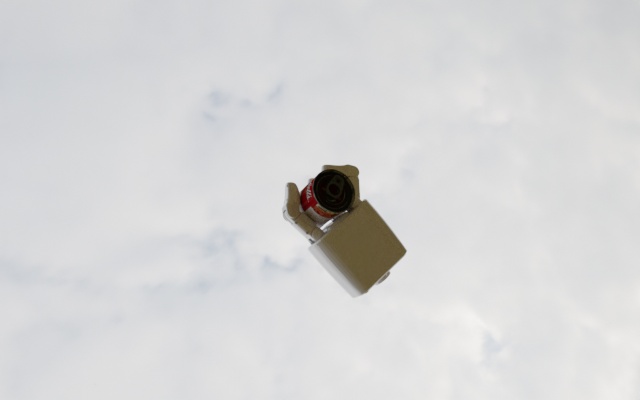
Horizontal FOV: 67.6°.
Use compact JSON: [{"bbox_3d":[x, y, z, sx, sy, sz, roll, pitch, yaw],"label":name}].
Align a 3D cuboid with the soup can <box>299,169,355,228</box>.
[{"bbox_3d":[0.000,0.002,0.732,0.068,0.068,0.102,0,-19,-25],"label":"soup can"}]
